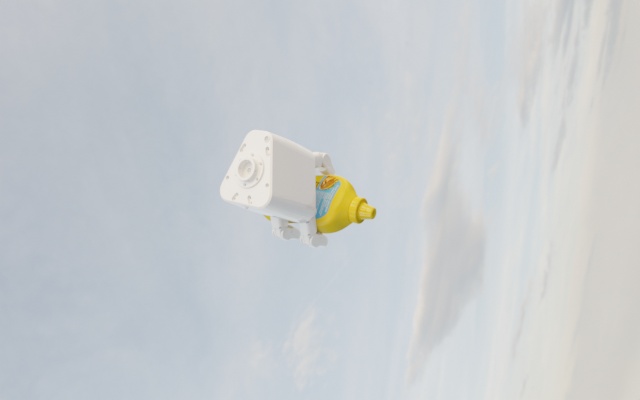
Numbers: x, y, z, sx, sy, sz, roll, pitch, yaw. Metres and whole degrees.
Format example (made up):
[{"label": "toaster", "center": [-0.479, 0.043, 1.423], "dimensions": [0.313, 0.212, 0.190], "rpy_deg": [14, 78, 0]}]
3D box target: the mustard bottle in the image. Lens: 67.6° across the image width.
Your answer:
[{"label": "mustard bottle", "center": [0.000, 0.003, 0.761], "dimensions": [0.191, 0.096, 0.058], "rpy_deg": [12, -27, 32]}]
